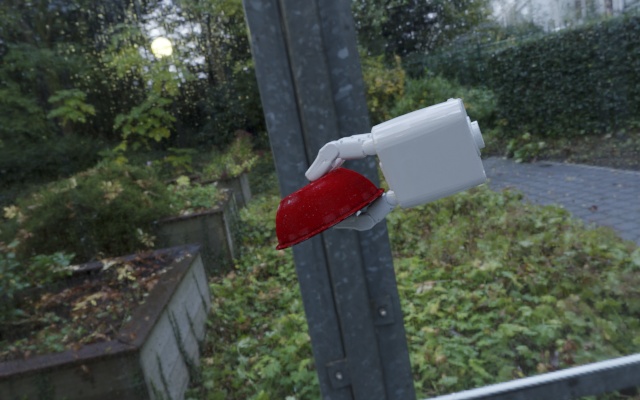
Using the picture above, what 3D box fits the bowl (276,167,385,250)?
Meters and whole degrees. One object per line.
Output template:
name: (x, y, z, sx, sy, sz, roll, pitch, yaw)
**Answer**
bowl: (-0.001, 0.002, 0.623, 0.162, 0.055, 0.162, -29, 3, 2)
